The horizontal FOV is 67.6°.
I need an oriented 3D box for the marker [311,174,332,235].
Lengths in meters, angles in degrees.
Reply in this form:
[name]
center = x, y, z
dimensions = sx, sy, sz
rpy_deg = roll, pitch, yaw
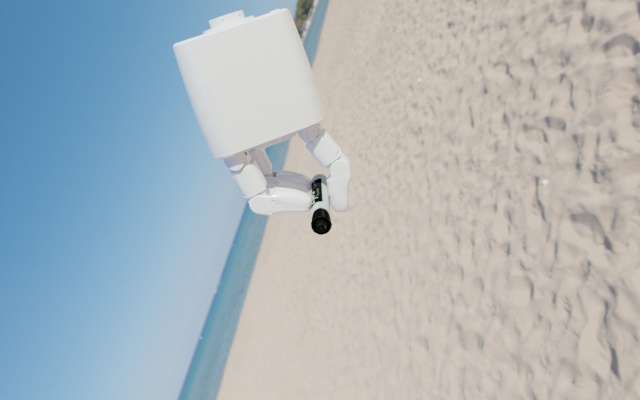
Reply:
[marker]
center = 0.000, 0.002, 0.478
dimensions = 0.020, 0.020, 0.121
rpy_deg = 0, 22, -1
